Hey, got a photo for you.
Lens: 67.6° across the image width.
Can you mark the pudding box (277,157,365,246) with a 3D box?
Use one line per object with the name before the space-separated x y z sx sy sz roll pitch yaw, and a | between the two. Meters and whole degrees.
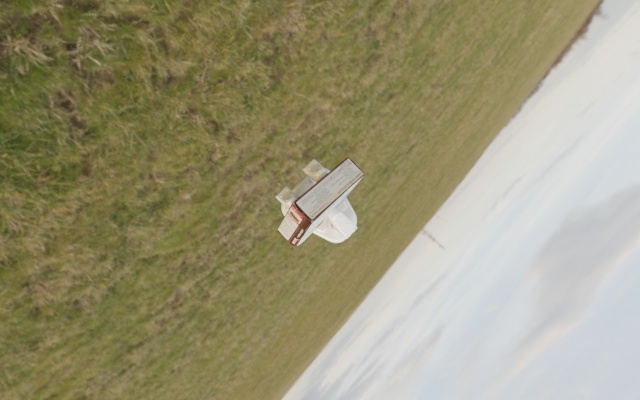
pudding box | 0.000 0.002 0.642 0.113 0.039 0.090 -43 -7 -31
